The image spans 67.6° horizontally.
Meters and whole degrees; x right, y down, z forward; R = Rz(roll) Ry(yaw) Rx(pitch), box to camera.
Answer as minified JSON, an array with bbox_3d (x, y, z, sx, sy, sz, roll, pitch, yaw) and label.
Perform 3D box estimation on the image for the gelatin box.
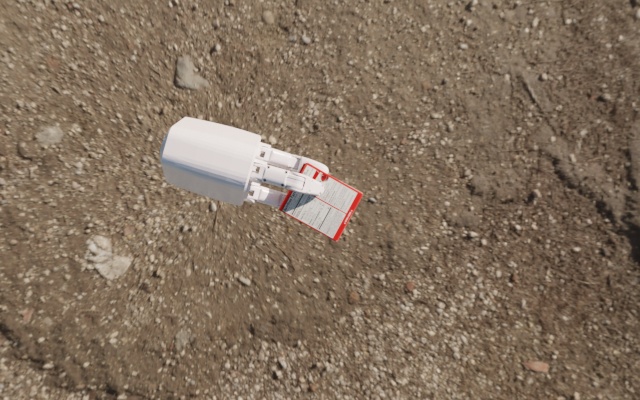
[{"bbox_3d":[0.000,0.002,0.633,0.089,0.073,0.030,29,-3,-5],"label":"gelatin box"}]
